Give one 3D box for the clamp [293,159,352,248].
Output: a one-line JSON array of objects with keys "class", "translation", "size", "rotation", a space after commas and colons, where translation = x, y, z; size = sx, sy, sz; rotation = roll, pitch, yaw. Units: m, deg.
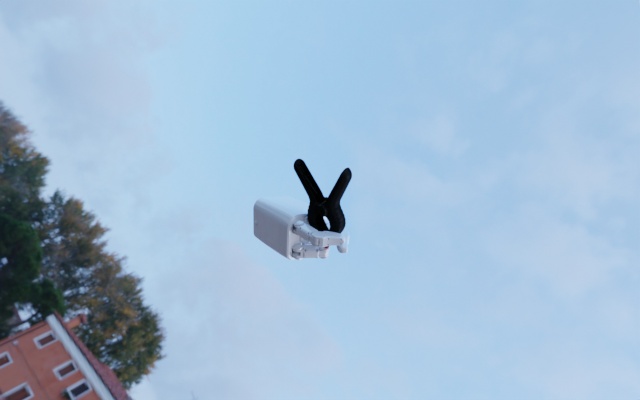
[{"class": "clamp", "translation": [0.001, 0.003, 0.869], "size": [0.120, 0.172, 0.039], "rotation": [26, 36, 35]}]
